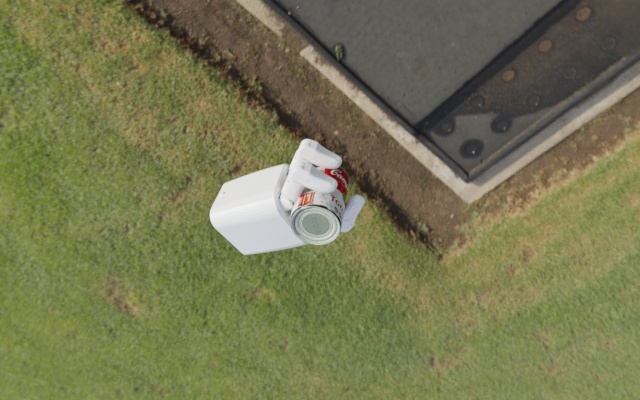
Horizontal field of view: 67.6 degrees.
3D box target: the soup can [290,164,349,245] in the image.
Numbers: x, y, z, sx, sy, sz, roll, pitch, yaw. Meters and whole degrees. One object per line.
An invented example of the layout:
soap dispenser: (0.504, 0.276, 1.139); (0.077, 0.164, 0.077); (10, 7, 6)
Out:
soup can: (0.001, 0.002, 0.642); (0.068, 0.069, 0.102); (0, 37, 10)
